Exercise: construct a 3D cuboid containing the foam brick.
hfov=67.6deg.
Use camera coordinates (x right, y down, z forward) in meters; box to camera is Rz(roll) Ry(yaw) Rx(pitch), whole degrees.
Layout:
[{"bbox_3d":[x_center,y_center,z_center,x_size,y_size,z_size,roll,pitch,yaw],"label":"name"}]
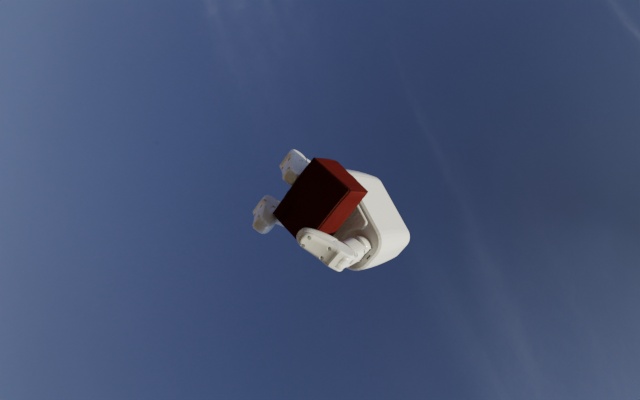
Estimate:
[{"bbox_3d":[0.000,0.001,0.491,0.053,0.078,0.051,46,21,20],"label":"foam brick"}]
